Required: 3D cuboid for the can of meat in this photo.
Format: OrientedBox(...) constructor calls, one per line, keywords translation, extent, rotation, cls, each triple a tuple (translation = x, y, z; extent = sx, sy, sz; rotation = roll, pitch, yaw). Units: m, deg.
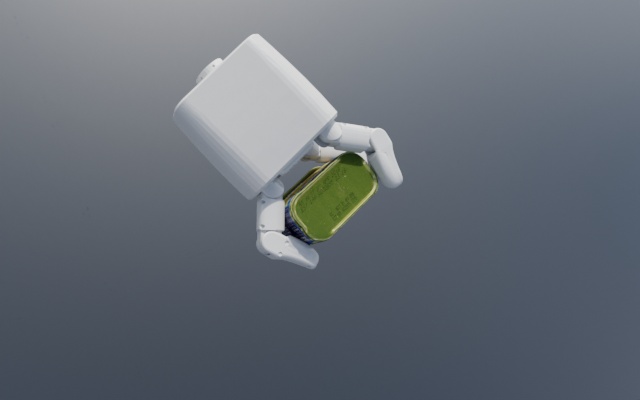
OrientedBox(translation=(0.000, 0.002, 0.482), extent=(0.102, 0.057, 0.084), rotation=(-44, 7, -23), cls="can of meat")
